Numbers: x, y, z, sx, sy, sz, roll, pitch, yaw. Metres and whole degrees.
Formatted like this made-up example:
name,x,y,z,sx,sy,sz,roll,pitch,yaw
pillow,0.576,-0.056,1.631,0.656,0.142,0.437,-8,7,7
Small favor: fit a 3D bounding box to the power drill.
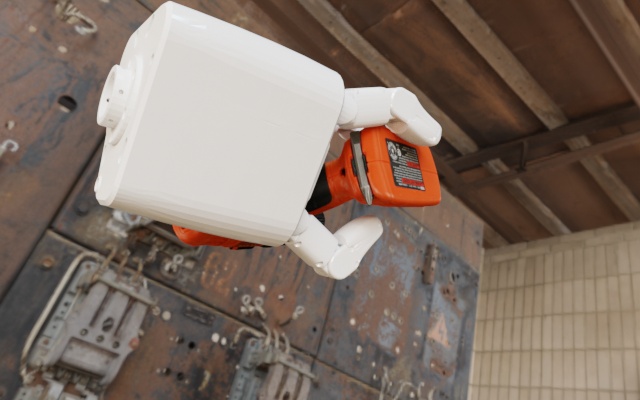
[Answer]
name,x,y,z,sx,sy,sz,roll,pitch,yaw
power drill,0.000,0.001,0.405,0.188,0.057,0.184,-19,-12,32
